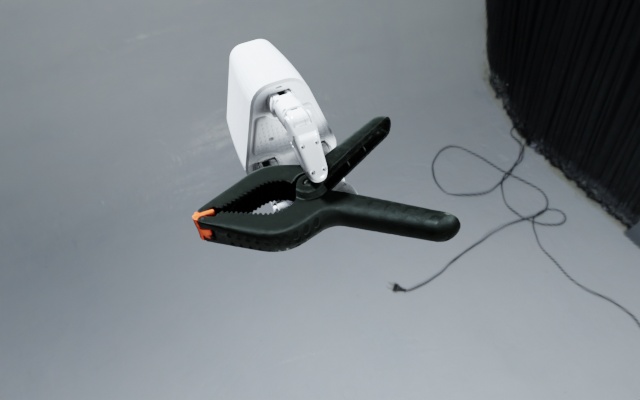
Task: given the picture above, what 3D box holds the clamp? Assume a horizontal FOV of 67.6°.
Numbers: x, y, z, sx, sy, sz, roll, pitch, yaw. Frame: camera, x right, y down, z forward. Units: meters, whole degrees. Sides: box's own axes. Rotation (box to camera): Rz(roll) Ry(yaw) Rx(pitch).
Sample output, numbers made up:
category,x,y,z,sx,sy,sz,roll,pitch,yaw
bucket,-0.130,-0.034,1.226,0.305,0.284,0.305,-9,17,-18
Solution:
category,x,y,z,sx,sy,sz,roll,pitch,yaw
clamp,-0.001,0.001,0.407,0.210,0.036,0.164,-20,43,-11
